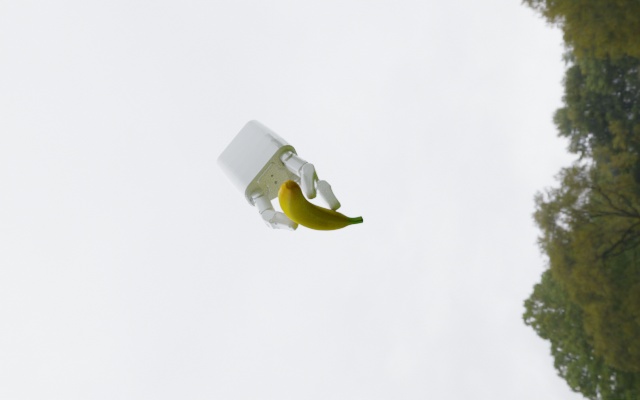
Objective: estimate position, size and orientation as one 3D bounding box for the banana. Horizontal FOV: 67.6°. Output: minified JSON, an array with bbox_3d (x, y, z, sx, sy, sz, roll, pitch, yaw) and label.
[{"bbox_3d":[-0.013,0.012,0.690,0.069,0.037,0.198,-30,-28,23],"label":"banana"}]
